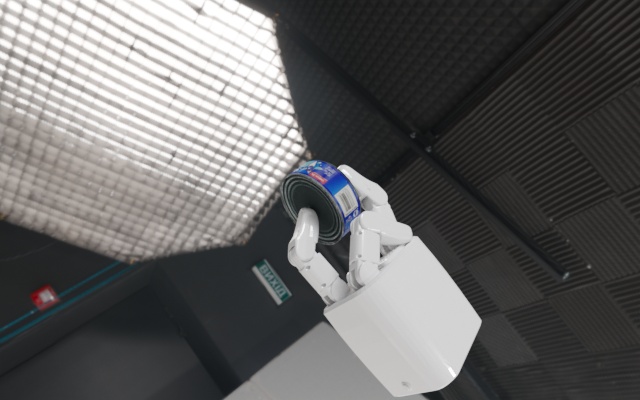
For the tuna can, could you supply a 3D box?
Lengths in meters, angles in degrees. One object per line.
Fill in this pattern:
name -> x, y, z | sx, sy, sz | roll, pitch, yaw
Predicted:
tuna can -> 0.000, 0.001, 0.496 | 0.033, 0.086, 0.086 | -39, 24, -33
